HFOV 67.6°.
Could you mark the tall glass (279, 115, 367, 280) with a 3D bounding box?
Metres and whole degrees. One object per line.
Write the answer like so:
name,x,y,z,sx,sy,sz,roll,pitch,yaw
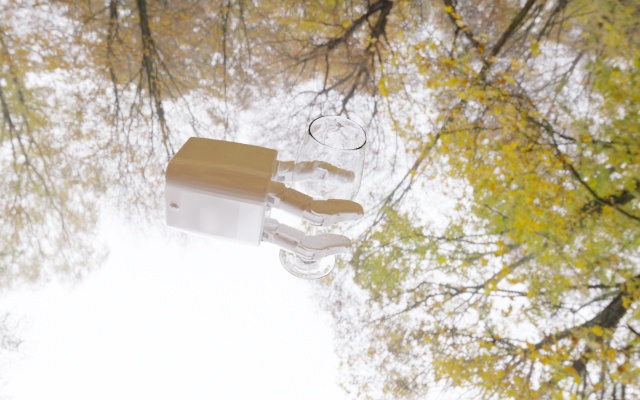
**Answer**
tall glass,0.000,0.002,0.555,0.079,0.201,0.079,8,42,-7
